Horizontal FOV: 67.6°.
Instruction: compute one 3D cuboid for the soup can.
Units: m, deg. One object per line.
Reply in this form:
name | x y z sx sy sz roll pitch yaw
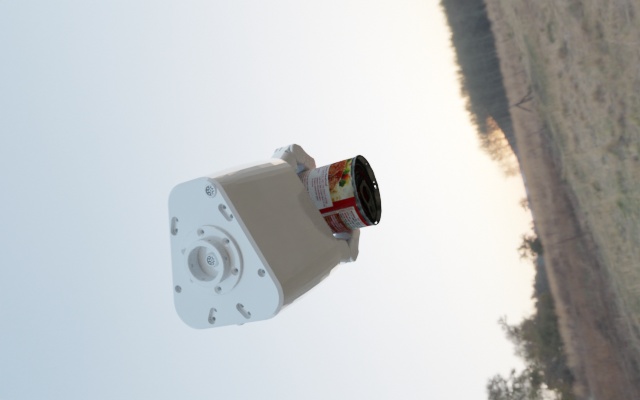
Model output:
soup can | 0.000 0.001 0.463 0.102 0.068 0.068 -14 -6 24
